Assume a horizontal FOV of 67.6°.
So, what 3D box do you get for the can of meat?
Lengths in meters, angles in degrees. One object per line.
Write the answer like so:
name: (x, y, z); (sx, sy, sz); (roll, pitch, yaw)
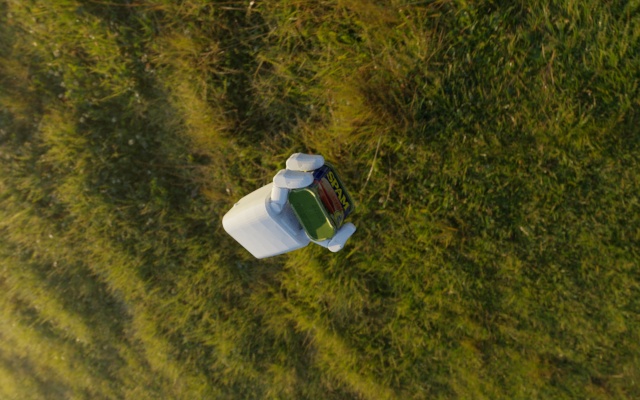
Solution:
can of meat: (0.000, 0.003, 0.755); (0.057, 0.102, 0.084); (-17, 22, 32)
